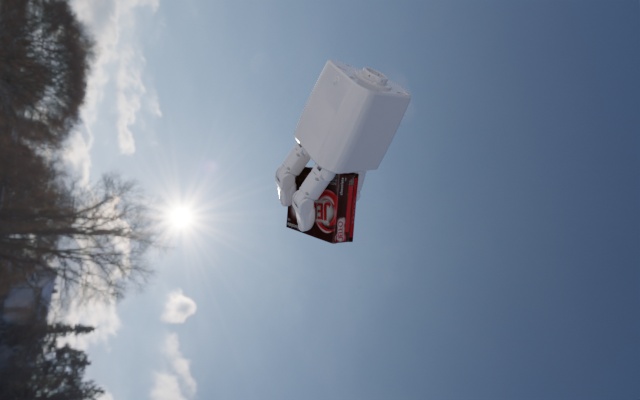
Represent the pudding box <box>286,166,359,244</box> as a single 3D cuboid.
[{"bbox_3d":[0.000,0.002,0.634,0.039,0.090,0.113,1,8,-34],"label":"pudding box"}]
